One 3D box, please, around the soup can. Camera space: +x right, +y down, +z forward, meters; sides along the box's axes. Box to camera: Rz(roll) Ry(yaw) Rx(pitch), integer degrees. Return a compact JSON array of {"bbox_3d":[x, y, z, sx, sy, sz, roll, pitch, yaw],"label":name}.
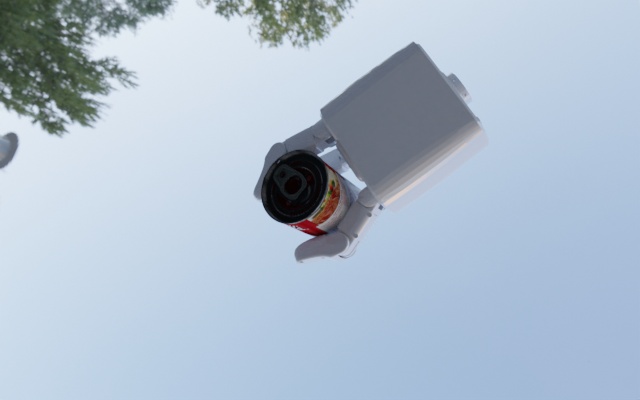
[{"bbox_3d":[0.000,0.002,0.455,0.068,0.068,0.102,0,-16,29],"label":"soup can"}]
